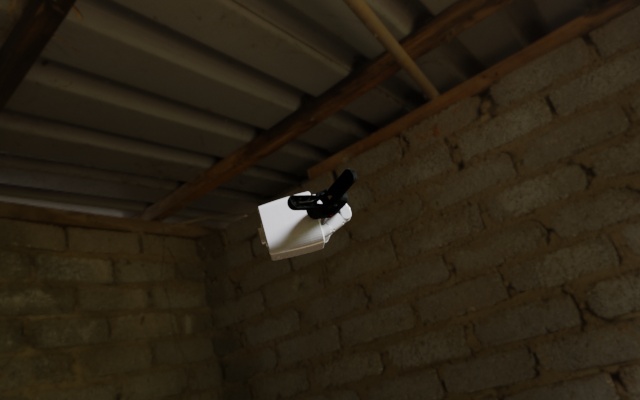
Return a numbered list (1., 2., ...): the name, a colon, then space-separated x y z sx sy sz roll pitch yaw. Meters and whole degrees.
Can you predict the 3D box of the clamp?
1. clamp: 0.000 0.002 0.829 0.120 0.039 0.171 -18 -19 -8
